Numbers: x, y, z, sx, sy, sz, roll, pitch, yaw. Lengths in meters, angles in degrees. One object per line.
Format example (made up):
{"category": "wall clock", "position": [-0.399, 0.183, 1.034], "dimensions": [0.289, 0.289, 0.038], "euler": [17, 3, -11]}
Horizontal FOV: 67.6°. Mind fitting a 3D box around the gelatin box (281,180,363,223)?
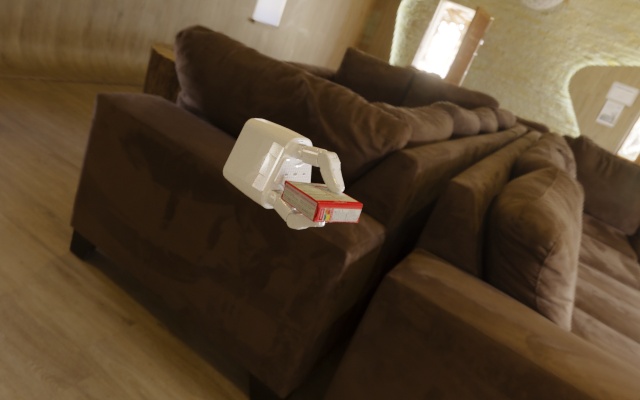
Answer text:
{"category": "gelatin box", "position": [0.000, 0.002, 0.639], "dimensions": [0.073, 0.030, 0.089], "euler": [3, 18, -36]}
